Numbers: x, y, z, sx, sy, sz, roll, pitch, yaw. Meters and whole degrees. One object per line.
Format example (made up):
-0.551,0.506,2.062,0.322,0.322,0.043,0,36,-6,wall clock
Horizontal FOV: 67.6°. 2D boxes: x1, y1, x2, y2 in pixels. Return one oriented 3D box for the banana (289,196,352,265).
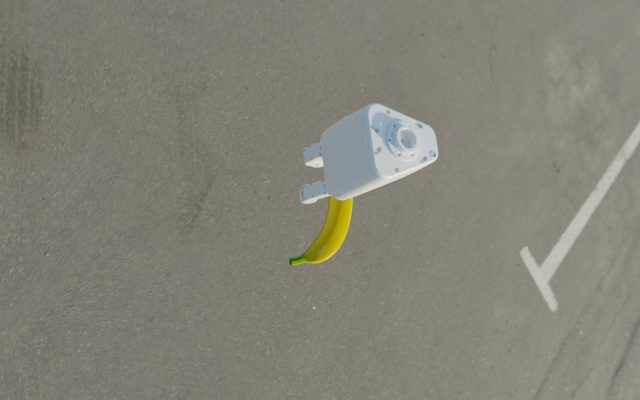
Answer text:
0.015,0.013,0.718,0.069,0.197,0.037,24,-20,-19,banana
